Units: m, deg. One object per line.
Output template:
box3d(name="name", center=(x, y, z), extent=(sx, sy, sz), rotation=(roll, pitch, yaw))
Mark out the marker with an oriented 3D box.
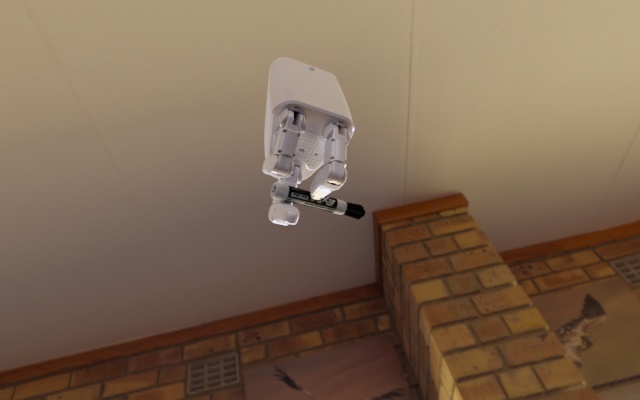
box3d(name="marker", center=(0.000, 0.002, 0.567), extent=(0.121, 0.020, 0.020), rotation=(15, -6, -24))
